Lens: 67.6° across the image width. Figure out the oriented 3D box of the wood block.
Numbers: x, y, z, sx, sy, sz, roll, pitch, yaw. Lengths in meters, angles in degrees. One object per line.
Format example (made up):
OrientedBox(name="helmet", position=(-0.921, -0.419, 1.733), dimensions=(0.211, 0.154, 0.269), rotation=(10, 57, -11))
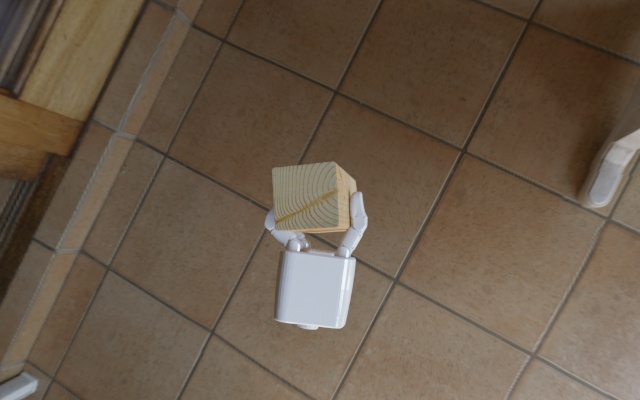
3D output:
OrientedBox(name="wood block", position=(0.000, 0.003, 0.740), dimensions=(0.091, 0.090, 0.206), rotation=(-4, -5, 11))
